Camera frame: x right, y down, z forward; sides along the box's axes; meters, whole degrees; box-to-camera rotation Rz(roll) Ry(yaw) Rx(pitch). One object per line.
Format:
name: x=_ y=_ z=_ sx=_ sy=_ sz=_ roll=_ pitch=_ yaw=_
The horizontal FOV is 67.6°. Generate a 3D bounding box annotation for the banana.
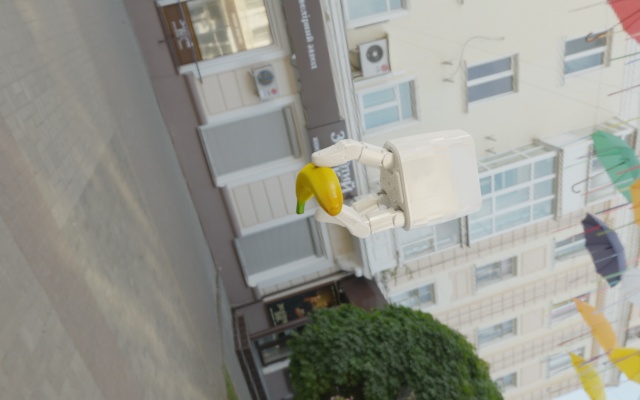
banana: x=-0.003 y=-0.016 z=0.615 sx=0.037 sy=0.069 sz=0.198 roll=-9 pitch=1 yaw=-12
